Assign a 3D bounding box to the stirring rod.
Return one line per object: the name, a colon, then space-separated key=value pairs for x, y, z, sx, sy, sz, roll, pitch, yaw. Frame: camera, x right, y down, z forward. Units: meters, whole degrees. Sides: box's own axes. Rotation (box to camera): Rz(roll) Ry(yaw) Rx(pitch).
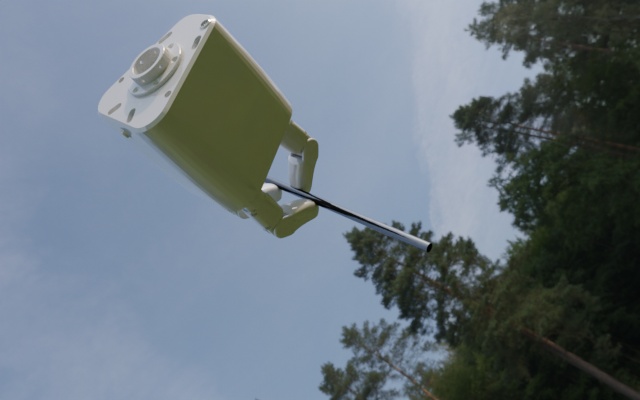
stirring rod: x=0.000 y=0.001 z=0.448 sx=0.239 sy=0.011 sz=0.011 roll=23 pitch=15 yaw=40
